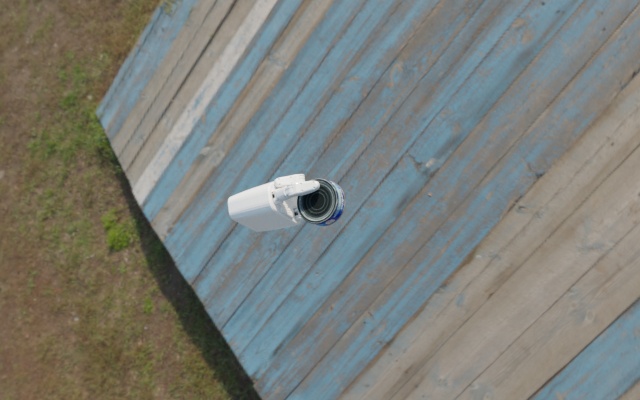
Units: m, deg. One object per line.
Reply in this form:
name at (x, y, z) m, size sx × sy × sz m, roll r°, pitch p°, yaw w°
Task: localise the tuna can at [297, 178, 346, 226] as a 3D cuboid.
tuna can at (0.000, 0.003, 0.874) m, size 0.086 × 0.086 × 0.034 m, roll 0°, pitch -8°, yaw 27°
